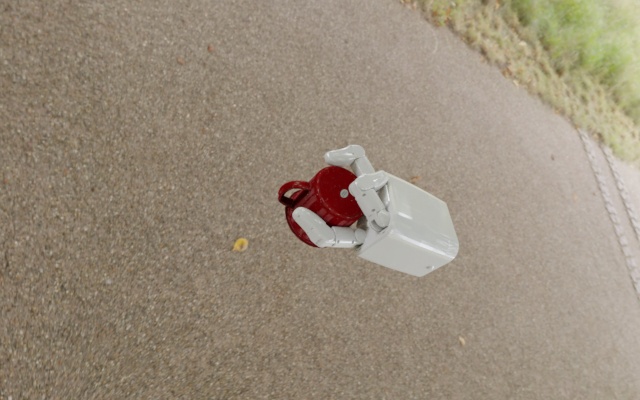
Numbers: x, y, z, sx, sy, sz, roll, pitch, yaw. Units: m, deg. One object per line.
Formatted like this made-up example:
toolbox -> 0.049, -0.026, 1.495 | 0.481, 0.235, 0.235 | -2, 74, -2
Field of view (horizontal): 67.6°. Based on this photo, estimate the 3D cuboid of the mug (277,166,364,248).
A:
mug -> -0.001, 0.001, 0.642 | 0.117, 0.093, 0.081 | 22, -37, -20
